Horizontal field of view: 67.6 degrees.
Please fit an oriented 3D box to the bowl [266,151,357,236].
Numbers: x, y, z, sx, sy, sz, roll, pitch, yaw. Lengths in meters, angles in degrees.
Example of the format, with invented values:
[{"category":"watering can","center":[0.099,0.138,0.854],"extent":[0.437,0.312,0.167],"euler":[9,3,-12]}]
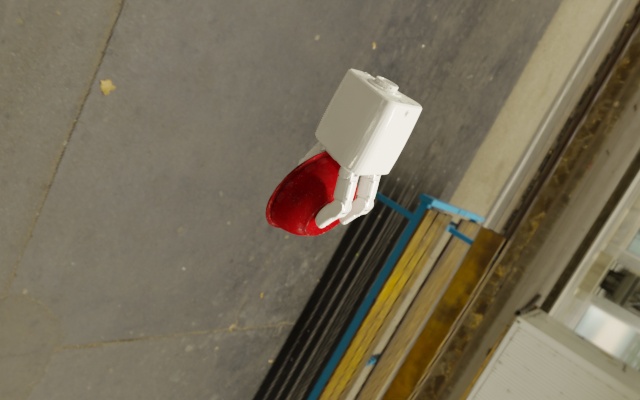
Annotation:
[{"category":"bowl","center":[0.000,0.004,0.713],"extent":[0.162,0.162,0.055],"euler":[0,44,-54]}]
